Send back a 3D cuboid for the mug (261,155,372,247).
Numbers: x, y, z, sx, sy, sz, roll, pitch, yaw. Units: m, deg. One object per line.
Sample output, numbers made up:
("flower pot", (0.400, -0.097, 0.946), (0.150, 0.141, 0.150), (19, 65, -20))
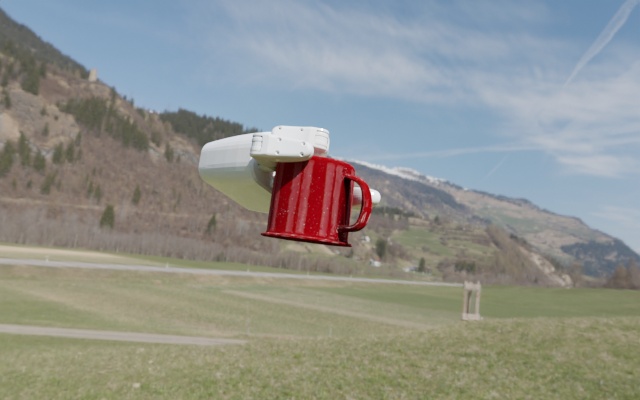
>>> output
("mug", (0.001, 0.001, 0.476), (0.117, 0.081, 0.093), (1, -9, 41))
